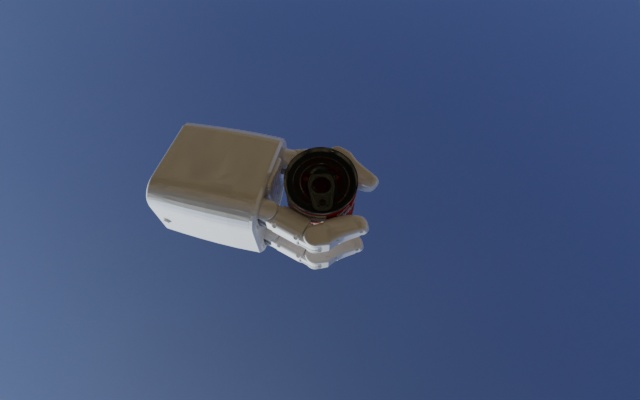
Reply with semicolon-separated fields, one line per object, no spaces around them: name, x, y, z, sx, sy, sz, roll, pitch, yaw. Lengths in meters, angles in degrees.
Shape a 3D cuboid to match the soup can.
soup can;0.001;0.002;0.477;0.068;0.068;0.102;0;-24;0
